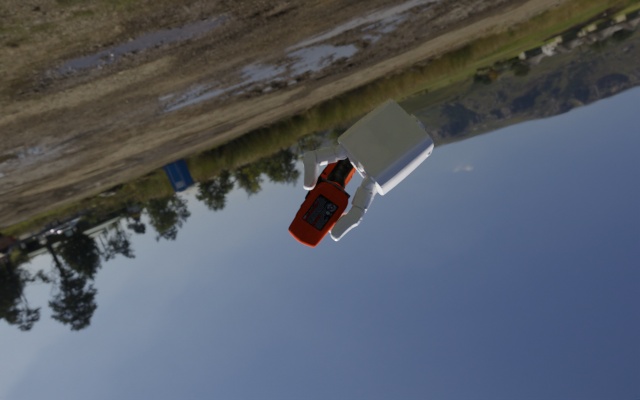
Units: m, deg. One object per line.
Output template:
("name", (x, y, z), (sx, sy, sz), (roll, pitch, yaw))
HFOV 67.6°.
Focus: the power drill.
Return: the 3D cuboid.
("power drill", (0.000, 0.003, 0.801), (0.057, 0.184, 0.187), (32, 23, -5))
